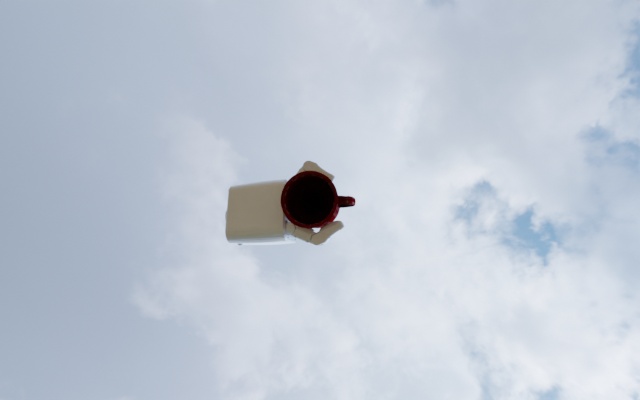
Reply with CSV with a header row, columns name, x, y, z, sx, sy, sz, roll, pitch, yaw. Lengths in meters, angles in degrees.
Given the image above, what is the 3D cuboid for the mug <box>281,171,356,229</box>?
name,x,y,z,sx,sy,sz,roll,pitch,yaw
mug,0.002,0.002,0.794,0.117,0.093,0.081,-4,-8,9
